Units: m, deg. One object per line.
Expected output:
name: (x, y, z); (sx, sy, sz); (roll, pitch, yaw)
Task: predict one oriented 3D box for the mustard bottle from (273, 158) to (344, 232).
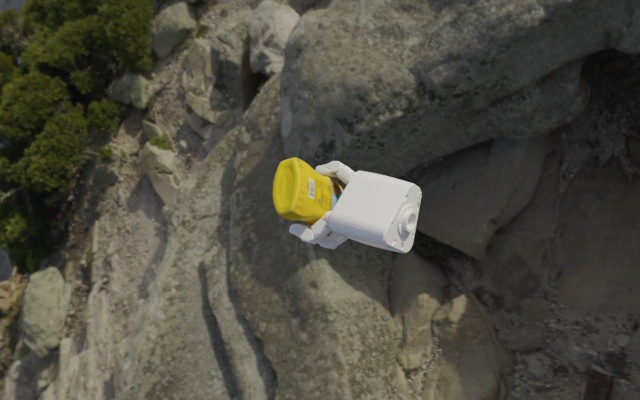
mustard bottle: (0.000, 0.003, 0.819); (0.058, 0.096, 0.192); (-14, -24, 33)
